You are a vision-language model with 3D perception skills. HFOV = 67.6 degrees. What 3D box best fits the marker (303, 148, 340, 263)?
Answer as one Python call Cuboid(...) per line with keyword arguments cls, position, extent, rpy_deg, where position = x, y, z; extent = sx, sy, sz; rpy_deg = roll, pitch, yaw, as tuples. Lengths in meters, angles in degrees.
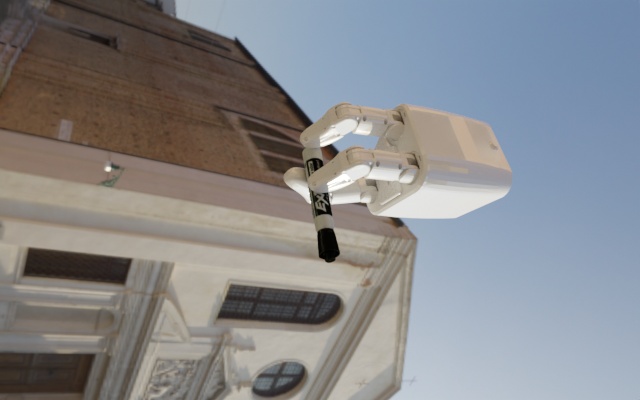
Cuboid(cls="marker", position=(0.000, 0.001, 0.439), extent=(0.020, 0.121, 0.020), rpy_deg=(-7, -33, -5))
